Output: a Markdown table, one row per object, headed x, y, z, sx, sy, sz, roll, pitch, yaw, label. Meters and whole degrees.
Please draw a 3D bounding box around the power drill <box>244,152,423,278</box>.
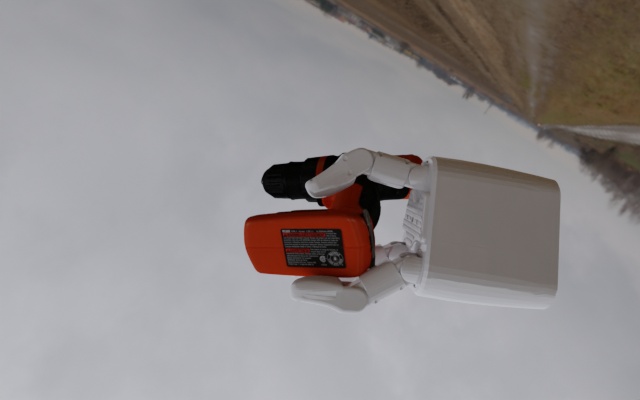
| x | y | z | sx | sy | sz | roll | pitch | yaw | label |
| --- | --- | --- | --- | --- | --- | --- | --- | --- | --- |
| 0.000 | 0.002 | 0.459 | 0.184 | 0.057 | 0.187 | -3 | 23 | 21 | power drill |
